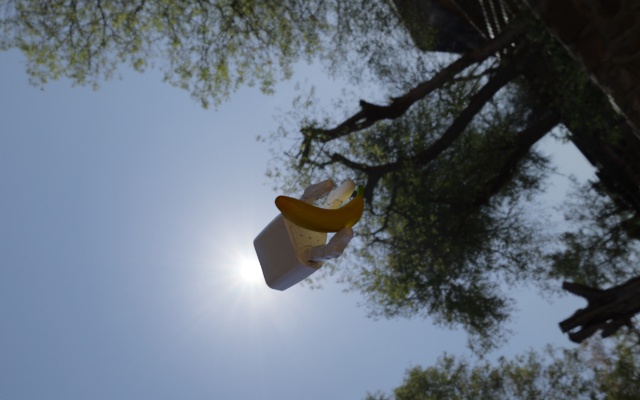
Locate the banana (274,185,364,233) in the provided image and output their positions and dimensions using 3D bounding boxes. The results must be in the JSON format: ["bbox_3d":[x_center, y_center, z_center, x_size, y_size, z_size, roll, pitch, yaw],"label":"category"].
[{"bbox_3d":[0.010,0.019,0.743,0.198,0.069,0.037,-8,-21,-48],"label":"banana"}]
